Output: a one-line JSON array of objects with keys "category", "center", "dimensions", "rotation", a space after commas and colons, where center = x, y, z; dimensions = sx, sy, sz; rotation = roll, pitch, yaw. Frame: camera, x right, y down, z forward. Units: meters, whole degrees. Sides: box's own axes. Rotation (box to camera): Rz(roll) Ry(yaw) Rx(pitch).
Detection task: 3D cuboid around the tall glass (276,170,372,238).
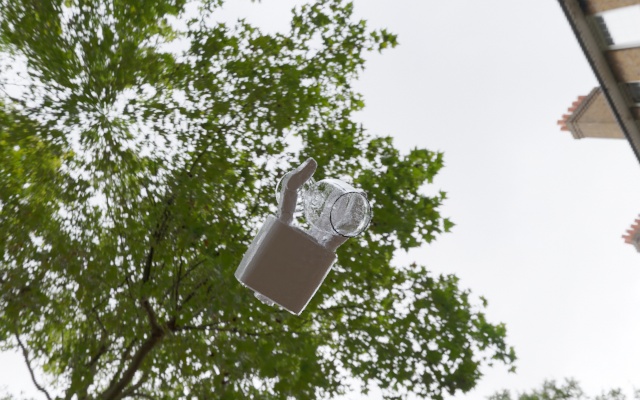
[{"category": "tall glass", "center": [0.000, 0.002, 0.710], "dimensions": [0.079, 0.079, 0.201], "rotation": [0, 9, -24]}]
